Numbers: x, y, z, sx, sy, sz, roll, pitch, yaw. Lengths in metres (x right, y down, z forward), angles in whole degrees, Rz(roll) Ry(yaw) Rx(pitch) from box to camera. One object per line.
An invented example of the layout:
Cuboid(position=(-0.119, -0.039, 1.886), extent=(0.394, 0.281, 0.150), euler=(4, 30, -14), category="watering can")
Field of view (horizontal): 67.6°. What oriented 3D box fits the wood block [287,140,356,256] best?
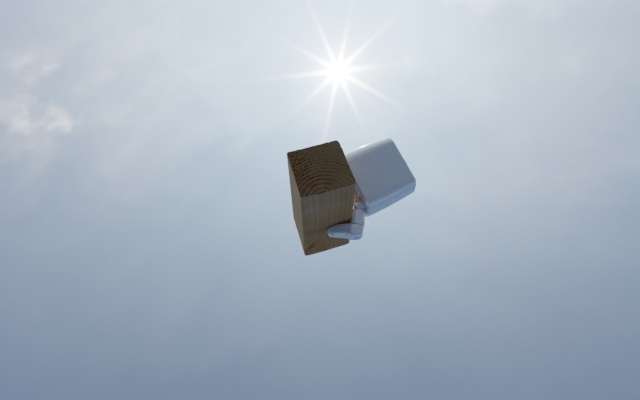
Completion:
Cuboid(position=(0.001, 0.003, 0.825), extent=(0.090, 0.090, 0.206), euler=(-15, -31, -8), category="wood block")
